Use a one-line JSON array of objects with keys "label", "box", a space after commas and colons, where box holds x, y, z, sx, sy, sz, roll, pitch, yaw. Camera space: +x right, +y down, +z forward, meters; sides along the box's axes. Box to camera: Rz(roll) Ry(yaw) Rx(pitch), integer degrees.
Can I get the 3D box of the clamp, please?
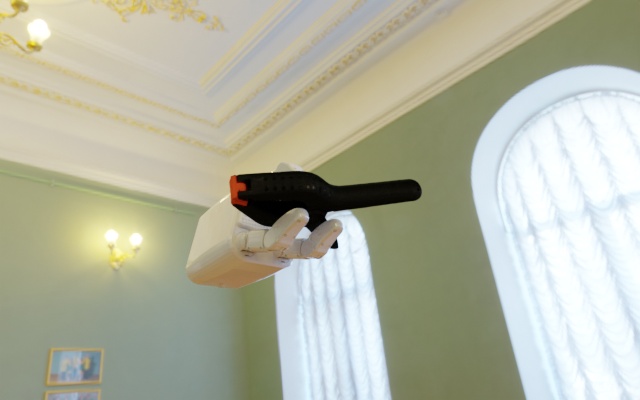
[{"label": "clamp", "box": [-0.001, 0.001, 0.532, 0.210, 0.036, 0.164, 17, -39, -42]}]
